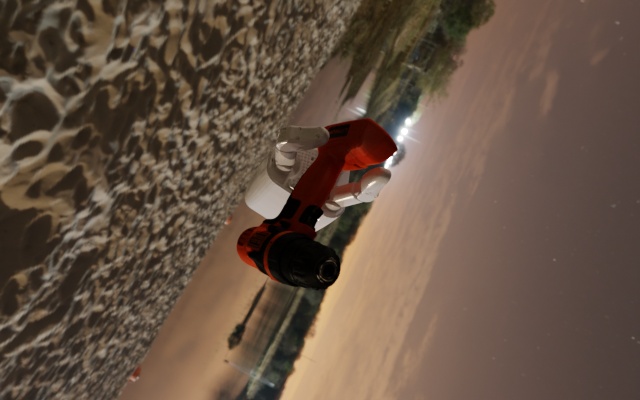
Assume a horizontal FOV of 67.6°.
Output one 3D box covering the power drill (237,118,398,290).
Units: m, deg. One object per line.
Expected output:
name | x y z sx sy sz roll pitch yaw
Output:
power drill | 0.000 0.001 0.495 0.057 0.187 0.184 44 -18 -25
